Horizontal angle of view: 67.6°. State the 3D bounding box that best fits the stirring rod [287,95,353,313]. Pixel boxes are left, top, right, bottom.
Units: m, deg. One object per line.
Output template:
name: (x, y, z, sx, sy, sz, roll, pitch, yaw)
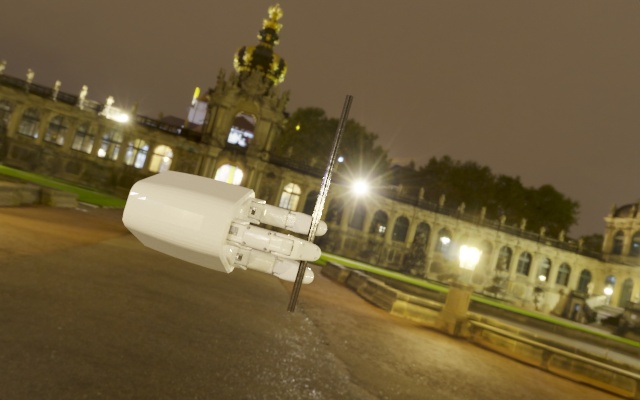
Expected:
stirring rod: (0.000, 0.002, 0.512, 0.011, 0.239, 0.011, 15, -4, 1)
